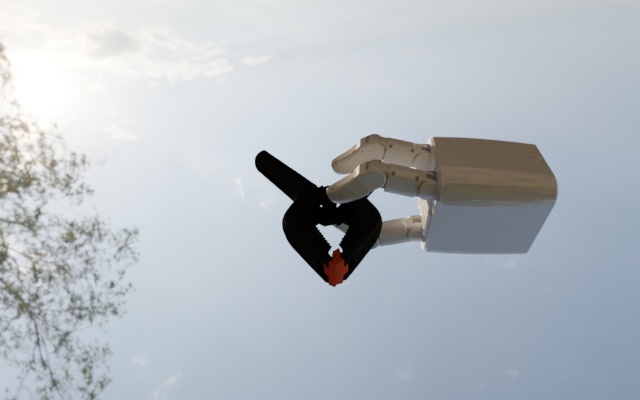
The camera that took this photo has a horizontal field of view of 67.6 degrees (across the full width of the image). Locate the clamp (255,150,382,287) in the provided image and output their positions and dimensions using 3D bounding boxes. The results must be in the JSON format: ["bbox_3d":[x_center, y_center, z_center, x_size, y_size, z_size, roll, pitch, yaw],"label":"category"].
[{"bbox_3d":[0.000,0.003,0.483,0.164,0.036,0.209,2,35,5],"label":"clamp"}]
